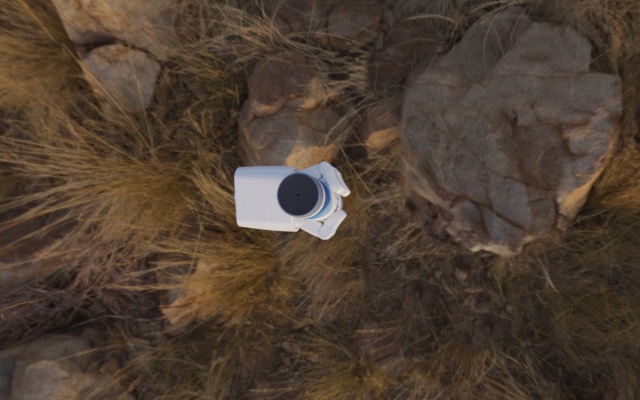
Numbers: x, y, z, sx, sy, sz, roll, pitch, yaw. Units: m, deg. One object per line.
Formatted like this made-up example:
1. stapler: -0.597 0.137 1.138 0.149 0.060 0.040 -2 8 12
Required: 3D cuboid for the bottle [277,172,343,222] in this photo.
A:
1. bottle: 0.000 0.003 0.841 0.069 0.069 0.296 0 -4 13
